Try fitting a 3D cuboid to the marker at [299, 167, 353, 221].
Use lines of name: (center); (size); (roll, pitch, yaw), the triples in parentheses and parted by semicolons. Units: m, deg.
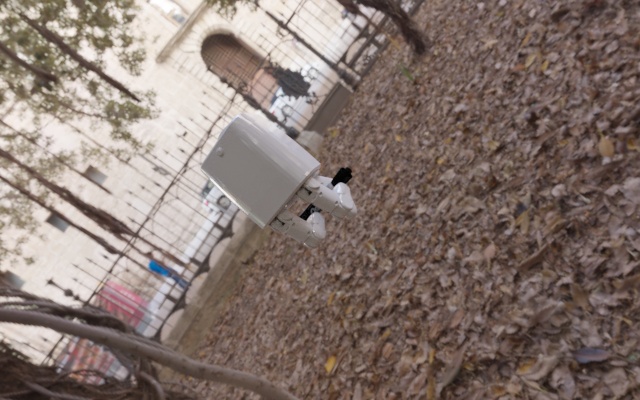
marker: (0.000, 0.002, 0.619); (0.020, 0.020, 0.121); (0, -42, -53)
